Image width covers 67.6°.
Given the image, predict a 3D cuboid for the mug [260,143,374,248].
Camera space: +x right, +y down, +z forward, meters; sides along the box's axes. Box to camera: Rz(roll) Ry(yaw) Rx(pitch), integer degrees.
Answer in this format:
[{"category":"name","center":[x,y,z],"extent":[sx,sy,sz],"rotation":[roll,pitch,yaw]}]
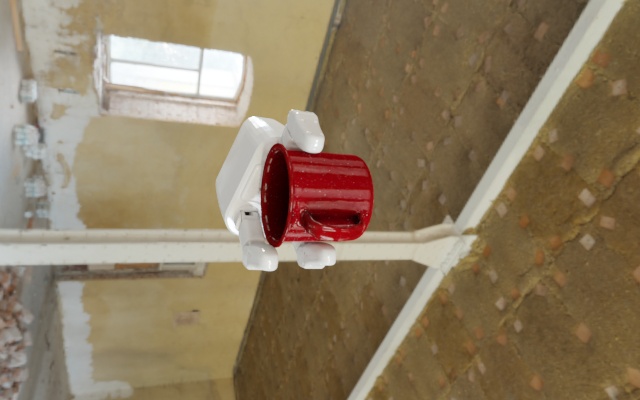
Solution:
[{"category":"mug","center":[0.001,0.002,0.427],"extent":[0.081,0.093,0.117],"rotation":[2,23,-22]}]
